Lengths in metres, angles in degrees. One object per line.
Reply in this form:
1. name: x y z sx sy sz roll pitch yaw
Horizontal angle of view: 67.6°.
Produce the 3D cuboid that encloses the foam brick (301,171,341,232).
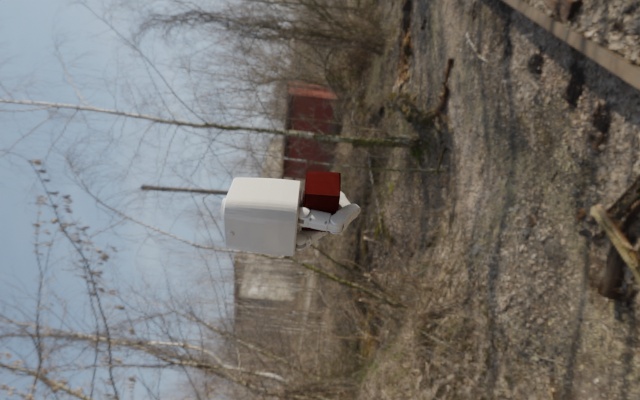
1. foam brick: 0.000 0.002 0.706 0.051 0.078 0.053 5 43 -2
